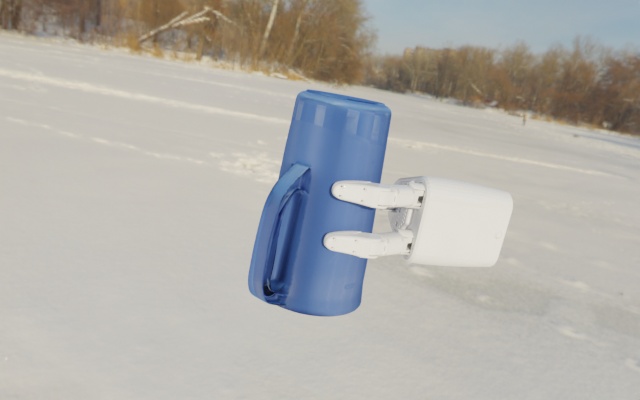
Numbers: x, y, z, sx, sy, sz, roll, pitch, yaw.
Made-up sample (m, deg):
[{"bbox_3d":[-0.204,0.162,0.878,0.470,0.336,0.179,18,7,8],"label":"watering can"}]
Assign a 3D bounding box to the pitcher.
[{"bbox_3d":[0.000,0.002,0.548,0.145,0.243,0.149,8,15,-10],"label":"pitcher"}]
